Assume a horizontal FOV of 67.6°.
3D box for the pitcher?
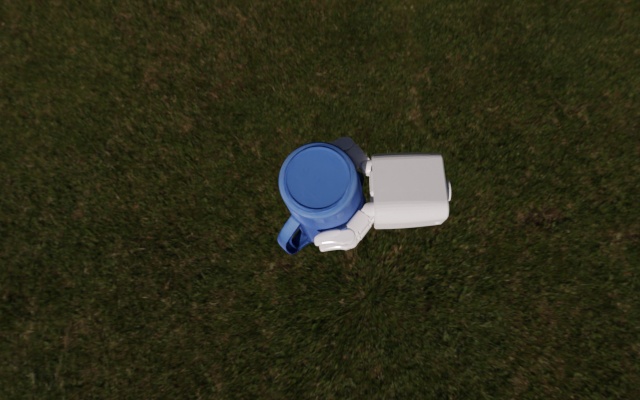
[{"bbox_3d":[0.000,0.002,0.748,0.145,0.149,0.243,-2,-11,6],"label":"pitcher"}]
